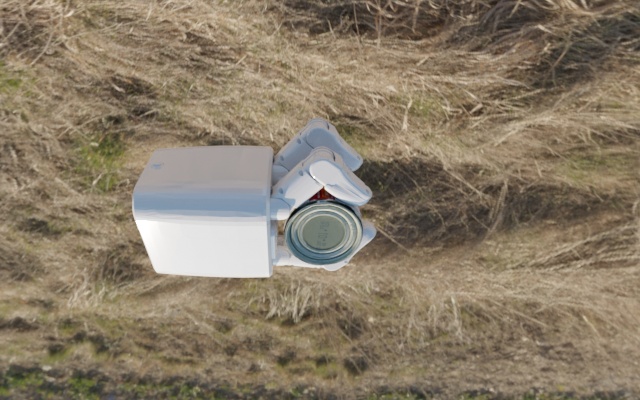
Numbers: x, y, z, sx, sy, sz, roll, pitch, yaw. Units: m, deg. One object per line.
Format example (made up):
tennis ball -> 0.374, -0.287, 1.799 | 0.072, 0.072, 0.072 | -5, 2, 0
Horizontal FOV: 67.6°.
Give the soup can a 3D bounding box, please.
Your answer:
soup can -> 0.001, 0.002, 0.433 | 0.068, 0.068, 0.102 | 0, 33, -3
